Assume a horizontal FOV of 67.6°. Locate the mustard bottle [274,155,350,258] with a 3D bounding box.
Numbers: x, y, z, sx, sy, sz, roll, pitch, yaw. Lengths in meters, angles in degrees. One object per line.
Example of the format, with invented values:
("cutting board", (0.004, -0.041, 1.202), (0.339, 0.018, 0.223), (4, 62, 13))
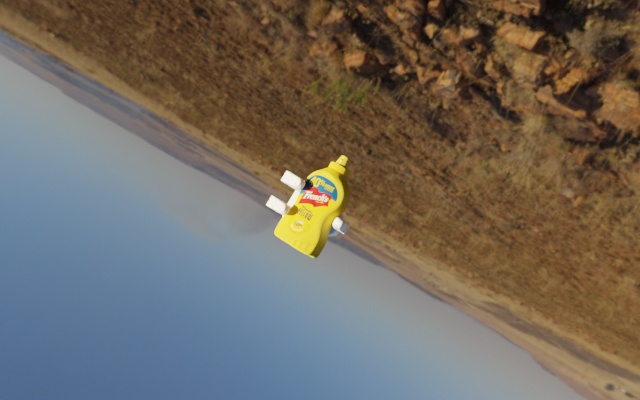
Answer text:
("mustard bottle", (0.000, 0.003, 0.881), (0.096, 0.191, 0.058), (28, -4, 34))
